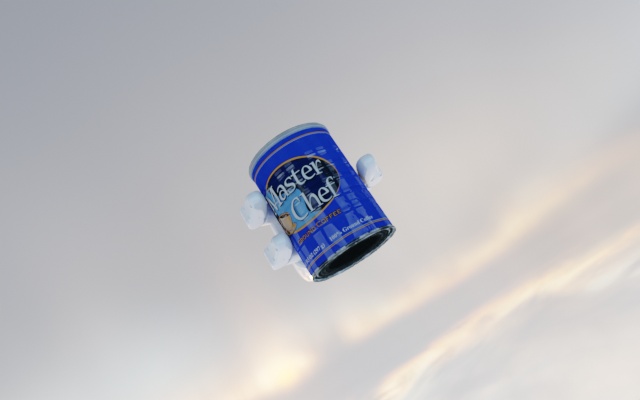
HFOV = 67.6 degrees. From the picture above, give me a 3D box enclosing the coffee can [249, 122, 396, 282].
[{"bbox_3d":[0.000,0.001,0.517,0.103,0.140,0.103,-29,-19,-11],"label":"coffee can"}]
